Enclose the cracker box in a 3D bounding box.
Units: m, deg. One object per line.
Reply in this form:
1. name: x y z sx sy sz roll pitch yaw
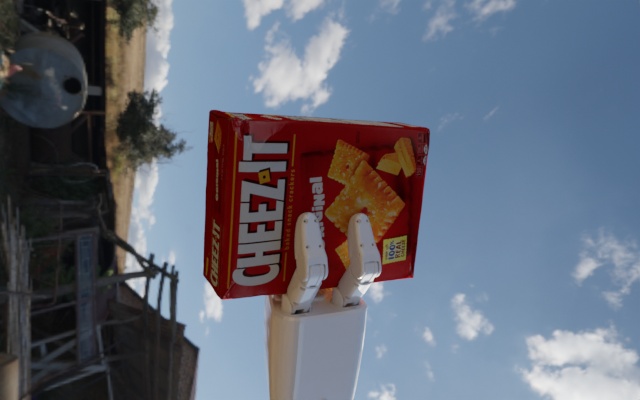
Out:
1. cracker box: 0.000 0.002 0.473 0.214 0.164 0.072 -1 14 -28
